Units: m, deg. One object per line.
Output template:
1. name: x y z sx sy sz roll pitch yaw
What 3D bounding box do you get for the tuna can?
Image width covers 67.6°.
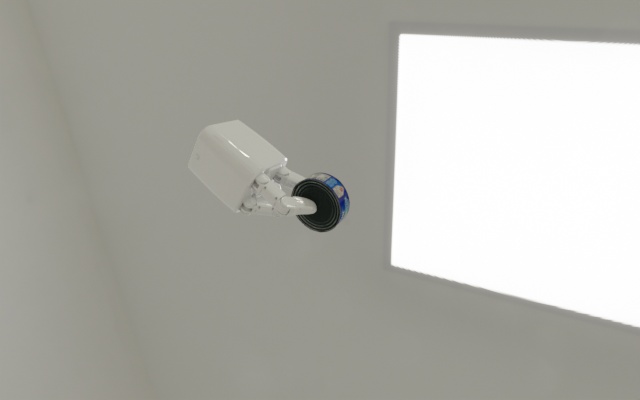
1. tuna can: 0.000 0.002 0.716 0.086 0.086 0.033 0 23 34
